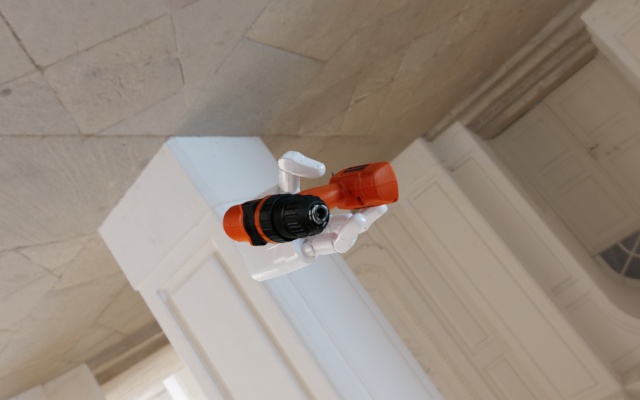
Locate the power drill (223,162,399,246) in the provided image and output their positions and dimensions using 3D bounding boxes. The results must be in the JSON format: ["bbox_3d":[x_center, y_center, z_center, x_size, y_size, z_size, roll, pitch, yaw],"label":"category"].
[{"bbox_3d":[0.000,0.002,0.551,0.187,0.057,0.184,-17,7,-35],"label":"power drill"}]
